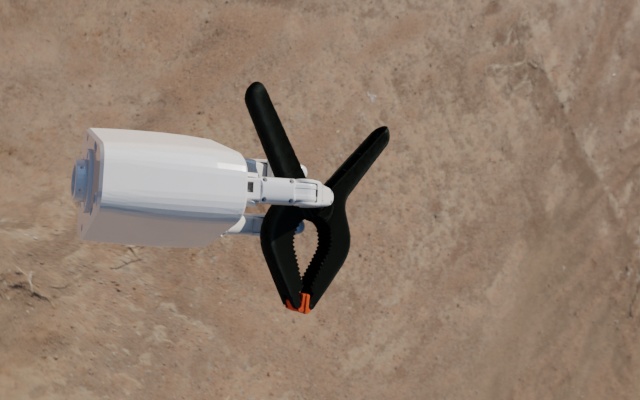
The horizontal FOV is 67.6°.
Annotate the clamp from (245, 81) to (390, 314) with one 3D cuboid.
[{"bbox_3d":[0.000,0.002,0.465,0.164,0.210,0.036,4,-5,-31],"label":"clamp"}]
